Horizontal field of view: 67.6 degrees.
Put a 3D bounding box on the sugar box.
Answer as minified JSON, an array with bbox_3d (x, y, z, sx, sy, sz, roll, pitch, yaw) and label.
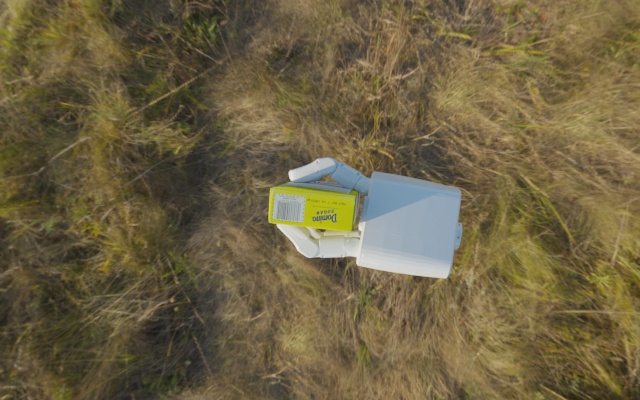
[{"bbox_3d":[0.000,0.002,0.587,0.093,0.048,0.176,7,3,6],"label":"sugar box"}]
